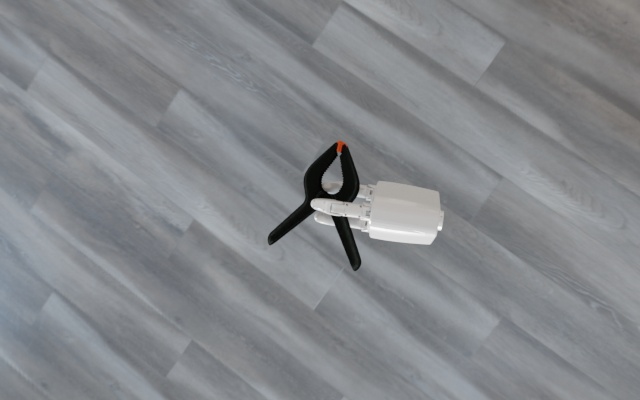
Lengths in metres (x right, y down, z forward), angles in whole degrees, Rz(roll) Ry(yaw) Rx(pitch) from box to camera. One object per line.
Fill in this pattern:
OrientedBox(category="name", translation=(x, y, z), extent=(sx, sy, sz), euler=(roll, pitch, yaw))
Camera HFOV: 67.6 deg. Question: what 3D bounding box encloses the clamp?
OrientedBox(category="clamp", translation=(0.000, 0.002, 0.799), extent=(0.164, 0.210, 0.036), euler=(9, 4, 10))
